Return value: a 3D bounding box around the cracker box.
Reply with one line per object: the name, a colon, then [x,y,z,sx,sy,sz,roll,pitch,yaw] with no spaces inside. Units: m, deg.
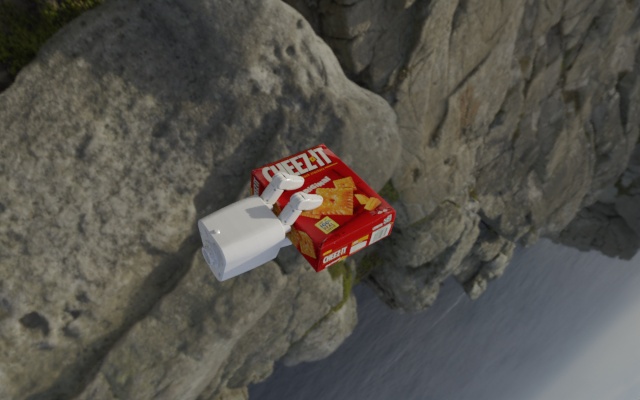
cracker box: [0.000,0.003,0.839,0.164,0.072,0.213,-24,53,-28]
